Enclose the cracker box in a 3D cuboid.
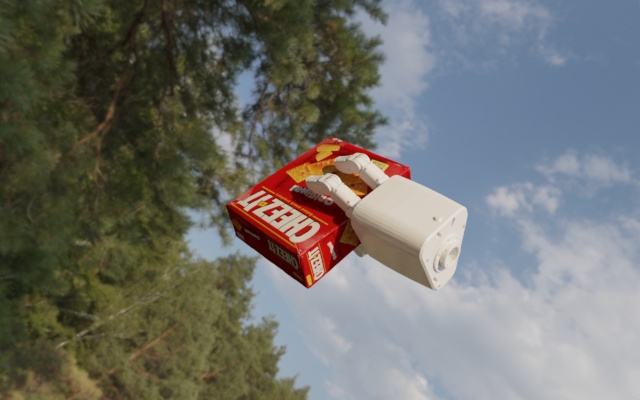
[{"bbox_3d":[0.000,0.002,0.681,0.213,0.072,0.164,-36,44,-28],"label":"cracker box"}]
